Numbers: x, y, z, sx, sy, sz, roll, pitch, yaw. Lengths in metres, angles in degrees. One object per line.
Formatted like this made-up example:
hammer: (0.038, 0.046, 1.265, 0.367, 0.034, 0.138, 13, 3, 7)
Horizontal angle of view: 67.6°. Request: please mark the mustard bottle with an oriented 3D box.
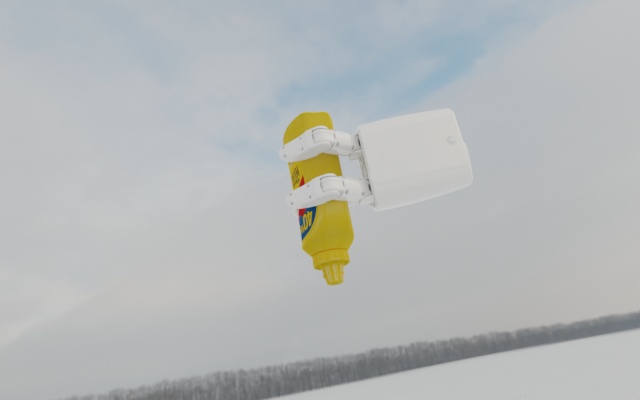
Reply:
mustard bottle: (0.000, 0.002, 0.548, 0.058, 0.191, 0.096, -4, -22, -19)
